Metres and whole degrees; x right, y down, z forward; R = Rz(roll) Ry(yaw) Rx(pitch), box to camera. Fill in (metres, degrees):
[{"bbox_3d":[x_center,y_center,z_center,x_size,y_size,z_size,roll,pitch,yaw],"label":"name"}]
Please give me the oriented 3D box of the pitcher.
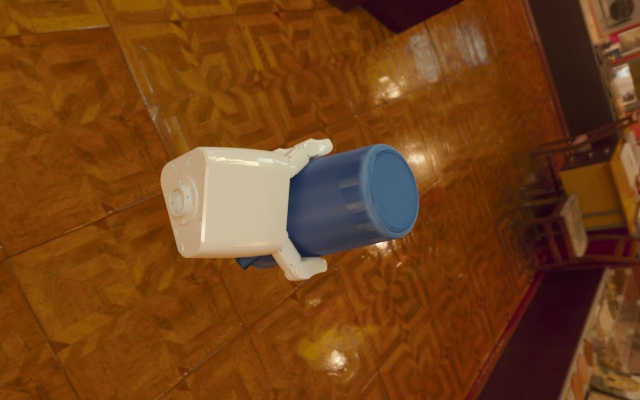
[{"bbox_3d":[0.000,0.002,0.608,0.243,0.149,0.145,-14,-11,42],"label":"pitcher"}]
